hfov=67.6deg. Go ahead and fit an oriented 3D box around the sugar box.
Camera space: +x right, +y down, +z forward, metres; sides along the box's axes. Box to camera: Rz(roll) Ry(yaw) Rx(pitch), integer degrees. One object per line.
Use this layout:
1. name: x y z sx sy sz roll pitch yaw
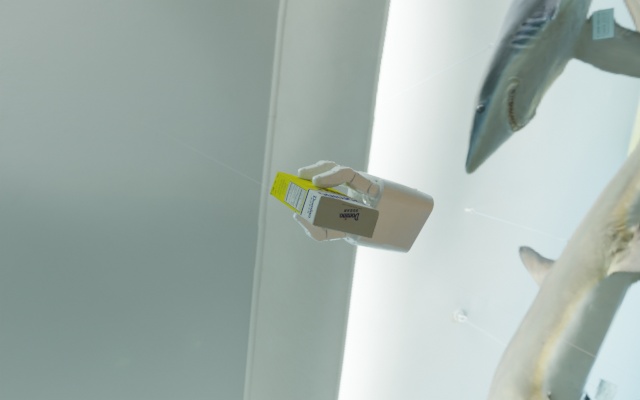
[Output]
1. sugar box: 0.000 0.002 0.684 0.093 0.048 0.176 14 5 -27
